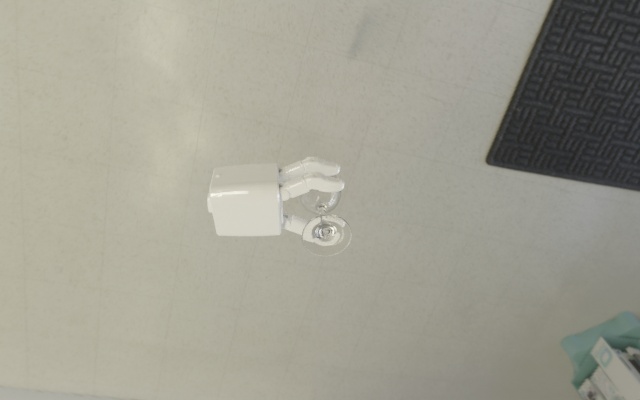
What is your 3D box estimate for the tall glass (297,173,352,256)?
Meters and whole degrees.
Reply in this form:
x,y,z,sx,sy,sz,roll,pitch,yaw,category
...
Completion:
x,y,z,sx,sy,sz,roll,pitch,yaw,category
0.000,0.003,0.787,0.079,0.079,0.201,0,30,-6,tall glass
